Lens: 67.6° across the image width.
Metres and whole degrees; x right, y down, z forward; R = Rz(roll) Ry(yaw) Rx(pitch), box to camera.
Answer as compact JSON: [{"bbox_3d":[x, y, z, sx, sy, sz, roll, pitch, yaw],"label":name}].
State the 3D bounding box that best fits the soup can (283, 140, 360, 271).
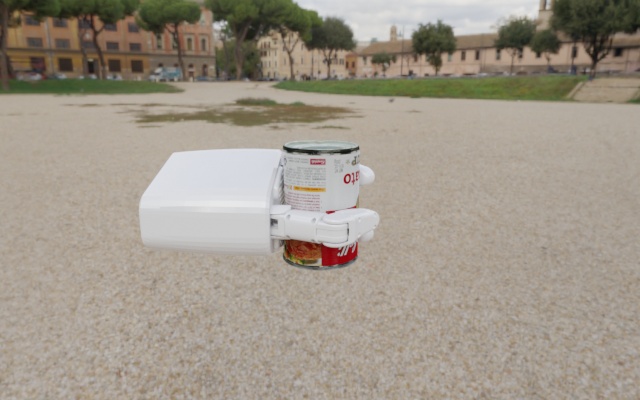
[{"bbox_3d":[0.001,0.001,0.419,0.068,0.102,0.068,0,14,0],"label":"soup can"}]
